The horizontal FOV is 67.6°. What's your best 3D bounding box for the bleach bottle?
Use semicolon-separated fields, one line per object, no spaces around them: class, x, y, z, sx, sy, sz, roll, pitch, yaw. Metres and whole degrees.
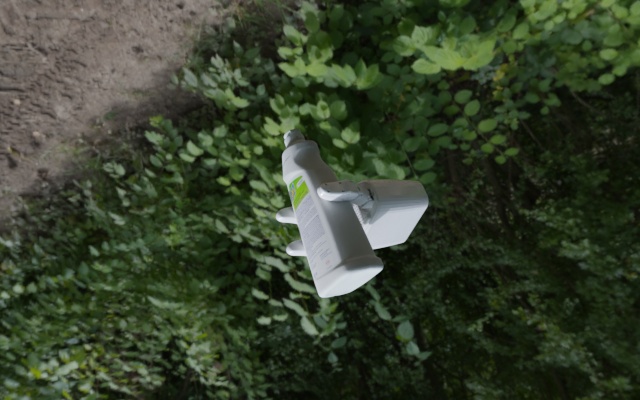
bleach bottle;0.000;0.002;0.676;0.068;0.250;0.103;-3;-28;-33
